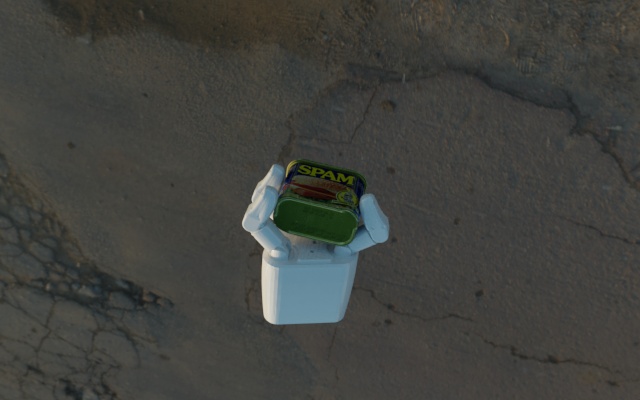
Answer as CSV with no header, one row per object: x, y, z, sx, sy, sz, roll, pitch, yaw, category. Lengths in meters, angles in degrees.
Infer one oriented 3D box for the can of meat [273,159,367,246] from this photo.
0.000,0.002,0.564,0.102,0.057,0.084,13,35,2,can of meat
